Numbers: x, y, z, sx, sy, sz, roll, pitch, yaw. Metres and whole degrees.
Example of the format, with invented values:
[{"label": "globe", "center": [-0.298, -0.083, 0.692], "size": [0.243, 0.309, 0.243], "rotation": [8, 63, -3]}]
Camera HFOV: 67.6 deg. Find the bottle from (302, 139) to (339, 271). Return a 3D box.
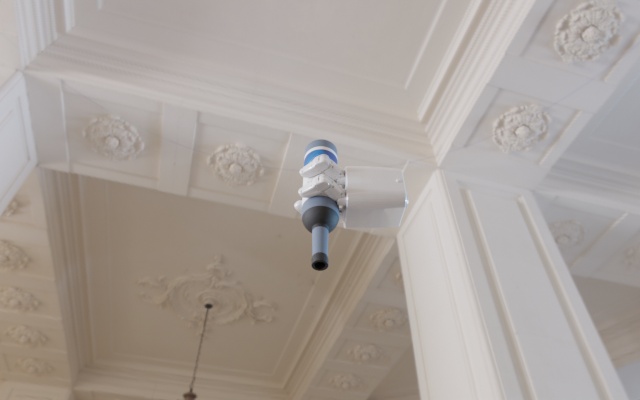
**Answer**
[{"label": "bottle", "center": [0.000, 0.003, 0.863], "size": [0.069, 0.069, 0.295], "rotation": [0, 43, 1]}]
